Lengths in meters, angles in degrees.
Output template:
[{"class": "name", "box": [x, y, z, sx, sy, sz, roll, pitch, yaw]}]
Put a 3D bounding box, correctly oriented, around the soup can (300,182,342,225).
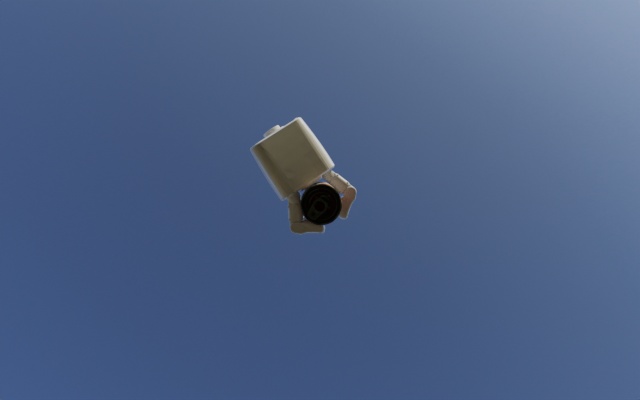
[{"class": "soup can", "box": [0.000, 0.003, 0.824, 0.068, 0.068, 0.102, 0, 5, -1]}]
